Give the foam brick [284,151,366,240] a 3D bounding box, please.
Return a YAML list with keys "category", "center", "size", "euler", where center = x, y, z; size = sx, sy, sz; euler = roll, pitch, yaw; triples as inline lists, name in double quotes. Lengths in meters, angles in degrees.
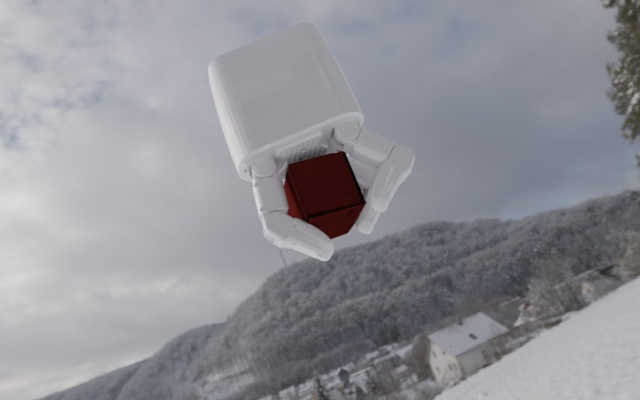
- category: "foam brick"
  center: [0.000, 0.002, 0.421]
  size: [0.053, 0.051, 0.078]
  euler: [-16, -20, -16]
